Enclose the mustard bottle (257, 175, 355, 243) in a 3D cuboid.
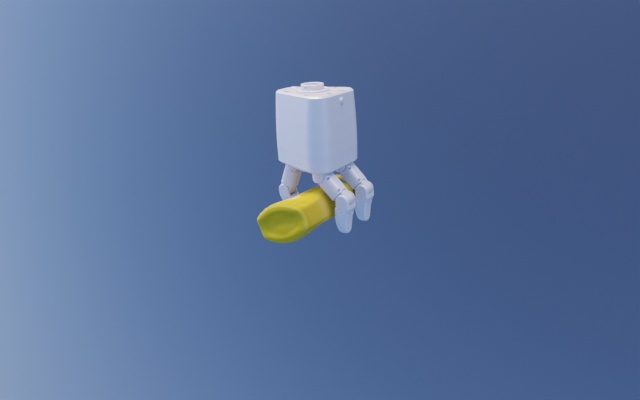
[{"bbox_3d":[0.000,0.003,0.724,0.096,0.058,0.191,-17,8,41],"label":"mustard bottle"}]
